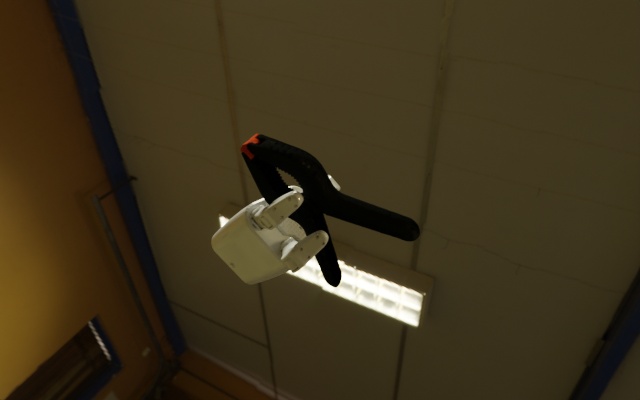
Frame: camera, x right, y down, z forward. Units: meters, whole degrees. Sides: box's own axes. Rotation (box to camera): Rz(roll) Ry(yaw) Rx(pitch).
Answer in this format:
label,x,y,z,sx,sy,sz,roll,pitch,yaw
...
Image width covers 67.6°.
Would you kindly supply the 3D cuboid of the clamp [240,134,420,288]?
label,x,y,z,sx,sy,sz,roll,pitch,yaw
clamp,0.000,0.001,0.540,0.164,0.210,0.036,-32,13,44
